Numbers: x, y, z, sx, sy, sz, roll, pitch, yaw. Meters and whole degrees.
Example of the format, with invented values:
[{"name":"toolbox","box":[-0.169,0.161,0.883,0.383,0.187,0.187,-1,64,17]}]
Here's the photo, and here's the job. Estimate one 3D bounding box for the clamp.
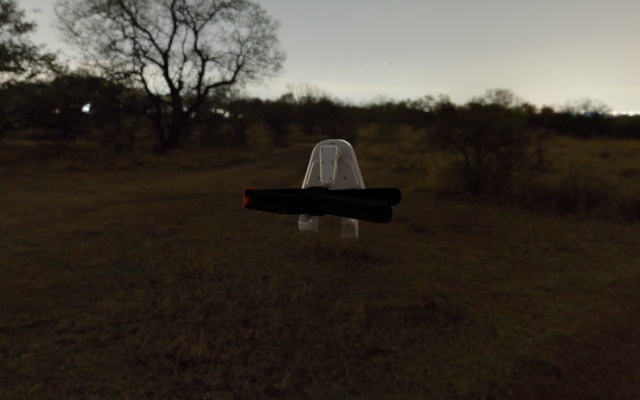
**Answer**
[{"name":"clamp","box":[0.000,0.001,0.602,0.210,0.036,0.164,1,7,6]}]
